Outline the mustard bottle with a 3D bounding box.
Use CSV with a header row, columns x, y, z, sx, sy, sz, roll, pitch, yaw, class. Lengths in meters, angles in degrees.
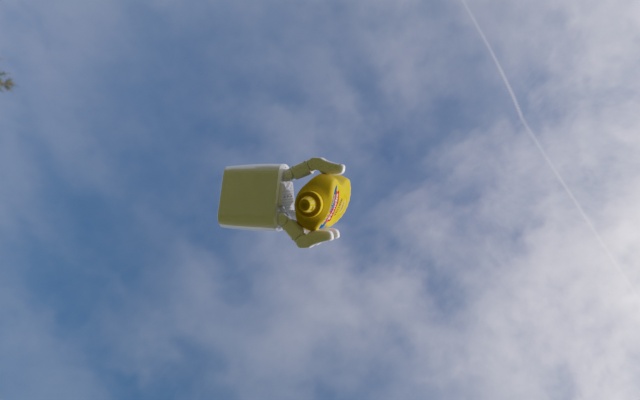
x,y,z,sx,sy,sz,roll,pitch,yaw,class
0.001,0.003,0.794,0.058,0.096,0.191,26,8,13,mustard bottle
